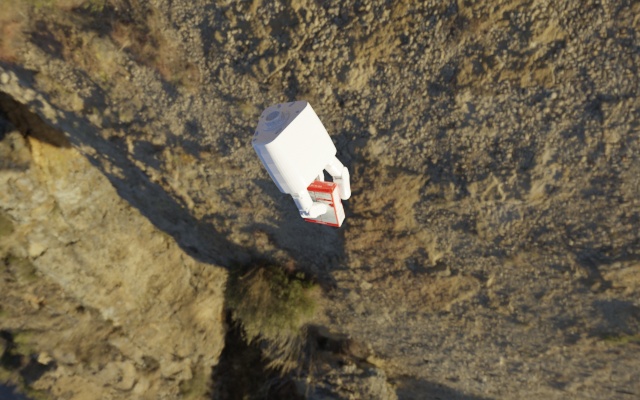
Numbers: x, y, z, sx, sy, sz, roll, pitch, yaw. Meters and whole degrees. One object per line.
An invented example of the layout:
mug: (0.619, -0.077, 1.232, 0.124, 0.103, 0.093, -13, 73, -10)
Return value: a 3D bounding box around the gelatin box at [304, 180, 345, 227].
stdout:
gelatin box: (0.000, 0.003, 0.869, 0.073, 0.089, 0.030, 9, 47, 24)
